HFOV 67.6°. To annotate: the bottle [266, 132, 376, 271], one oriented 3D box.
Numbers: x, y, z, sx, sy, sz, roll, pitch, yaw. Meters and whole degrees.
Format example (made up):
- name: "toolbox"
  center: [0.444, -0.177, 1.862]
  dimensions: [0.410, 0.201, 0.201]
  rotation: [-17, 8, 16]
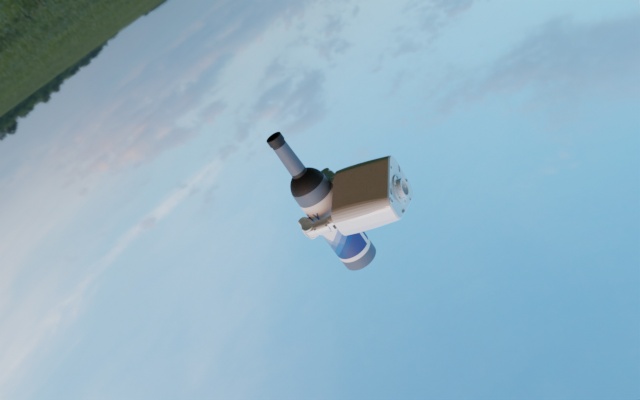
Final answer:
- name: "bottle"
  center: [0.000, 0.003, 0.835]
  dimensions: [0.069, 0.296, 0.069]
  rotation: [-27, 30, 17]
